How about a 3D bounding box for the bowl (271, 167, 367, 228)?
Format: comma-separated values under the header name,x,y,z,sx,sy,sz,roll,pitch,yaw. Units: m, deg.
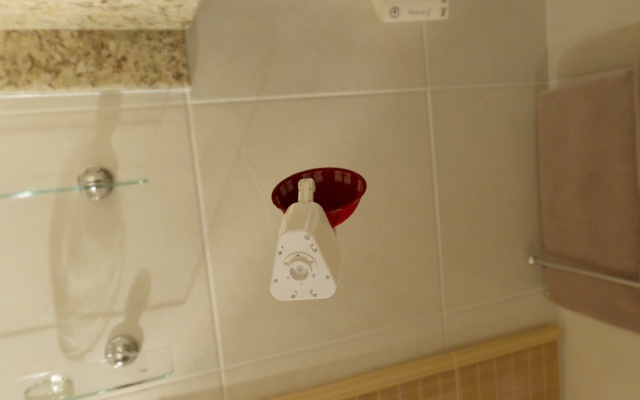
name,x,y,z,sx,sy,sz,roll,pitch,yaw
bowl,0.001,0.002,0.814,0.162,0.055,0.162,-6,30,4
